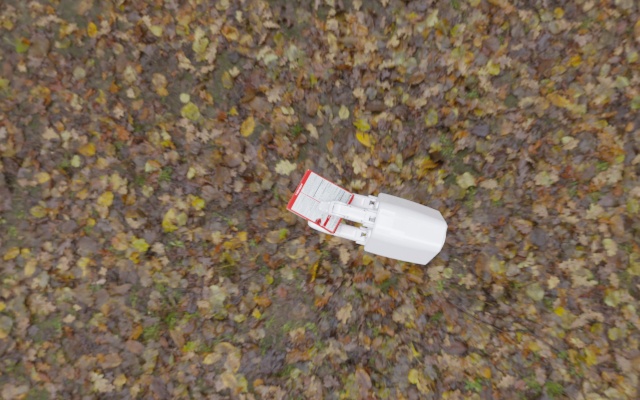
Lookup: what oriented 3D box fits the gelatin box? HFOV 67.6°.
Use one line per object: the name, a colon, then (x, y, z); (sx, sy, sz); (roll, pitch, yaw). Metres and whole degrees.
gelatin box: (0.000, 0.002, 0.776); (0.089, 0.073, 0.030); (29, -4, 0)
